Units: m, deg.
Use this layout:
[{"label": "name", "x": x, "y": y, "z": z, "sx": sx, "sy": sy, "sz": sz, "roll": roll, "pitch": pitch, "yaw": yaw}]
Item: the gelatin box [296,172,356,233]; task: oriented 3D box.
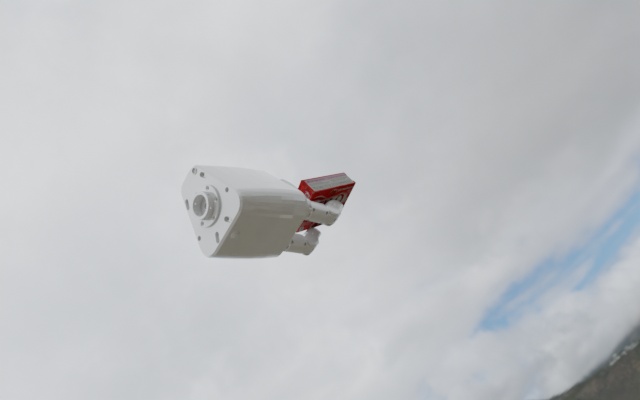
[{"label": "gelatin box", "x": 0.000, "y": 0.002, "z": 0.671, "sx": 0.089, "sy": 0.073, "sz": 0.030, "roll": -14, "pitch": 49, "yaw": -45}]
